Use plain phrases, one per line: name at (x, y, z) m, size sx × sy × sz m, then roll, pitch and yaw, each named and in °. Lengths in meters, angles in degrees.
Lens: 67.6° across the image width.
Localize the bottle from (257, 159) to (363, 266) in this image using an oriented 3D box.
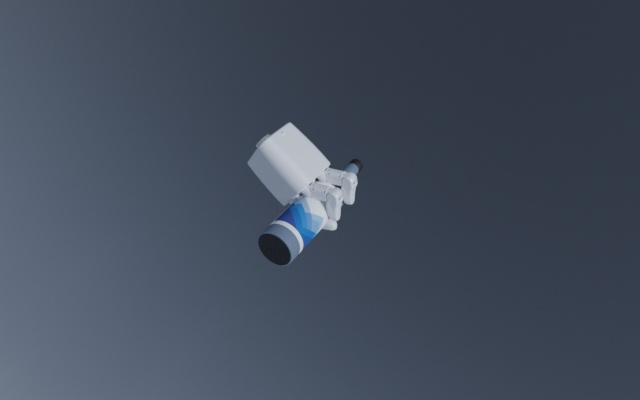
bottle at (0.000, 0.003, 0.856) m, size 0.069 × 0.069 × 0.295 m, roll 0°, pitch 31°, yaw 35°
